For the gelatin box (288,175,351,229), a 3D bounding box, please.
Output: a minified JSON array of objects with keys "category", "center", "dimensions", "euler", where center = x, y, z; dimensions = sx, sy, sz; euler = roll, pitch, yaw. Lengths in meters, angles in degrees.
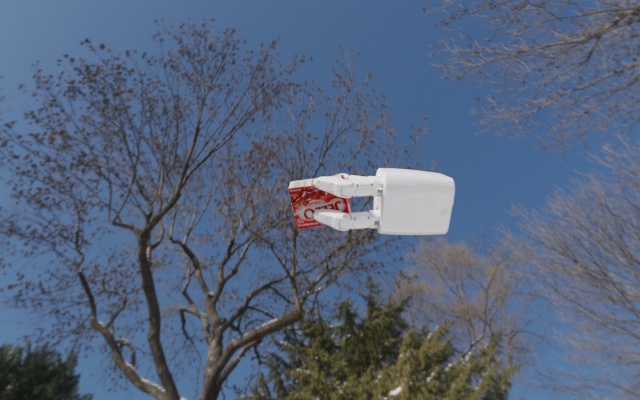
[{"category":"gelatin box","center":[0.000,0.002,0.754],"dimensions":[0.089,0.073,0.030],"euler":[-8,26,9]}]
